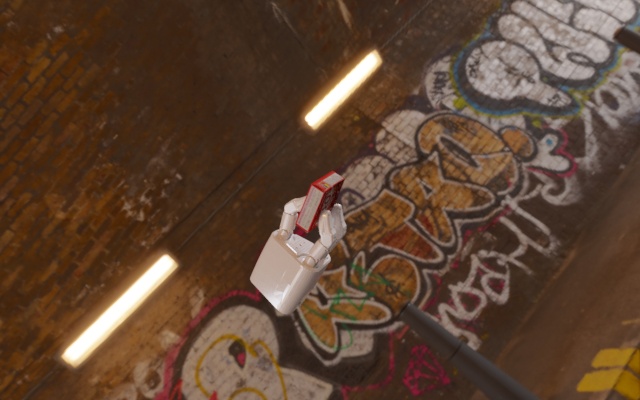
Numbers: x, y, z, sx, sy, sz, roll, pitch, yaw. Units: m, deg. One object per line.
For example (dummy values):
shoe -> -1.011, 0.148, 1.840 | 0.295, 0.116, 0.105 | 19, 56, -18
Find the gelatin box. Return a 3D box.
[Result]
gelatin box -> 0.000, 0.002, 0.800 | 0.030, 0.089, 0.073 | 32, 33, 17
